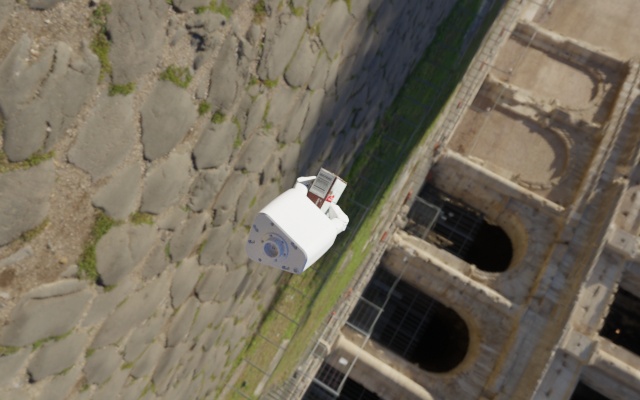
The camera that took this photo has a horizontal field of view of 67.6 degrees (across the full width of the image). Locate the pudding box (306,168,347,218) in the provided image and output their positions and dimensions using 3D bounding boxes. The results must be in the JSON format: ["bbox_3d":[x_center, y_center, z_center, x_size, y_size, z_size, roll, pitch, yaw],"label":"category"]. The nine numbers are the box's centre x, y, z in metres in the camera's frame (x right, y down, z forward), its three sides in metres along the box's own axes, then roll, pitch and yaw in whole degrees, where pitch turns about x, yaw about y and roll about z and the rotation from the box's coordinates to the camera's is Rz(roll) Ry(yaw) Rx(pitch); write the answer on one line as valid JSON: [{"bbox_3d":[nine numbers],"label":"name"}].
[{"bbox_3d":[0.000,0.003,0.875,0.039,0.113,0.090,30,2,14],"label":"pudding box"}]
